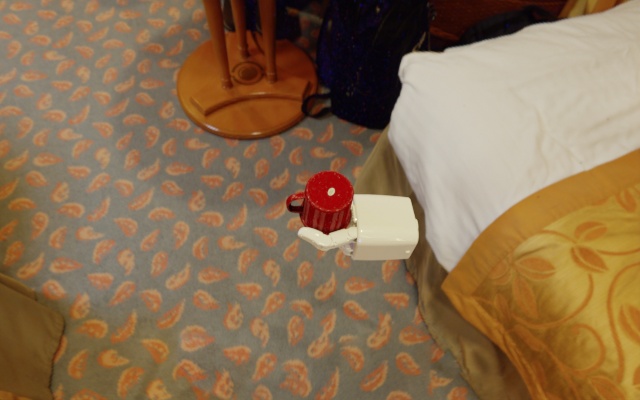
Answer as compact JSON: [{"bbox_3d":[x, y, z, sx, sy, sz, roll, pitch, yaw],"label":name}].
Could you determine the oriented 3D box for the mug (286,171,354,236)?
[{"bbox_3d":[-0.001,0.002,0.810,0.117,0.093,0.081,2,-30,-5],"label":"mug"}]
